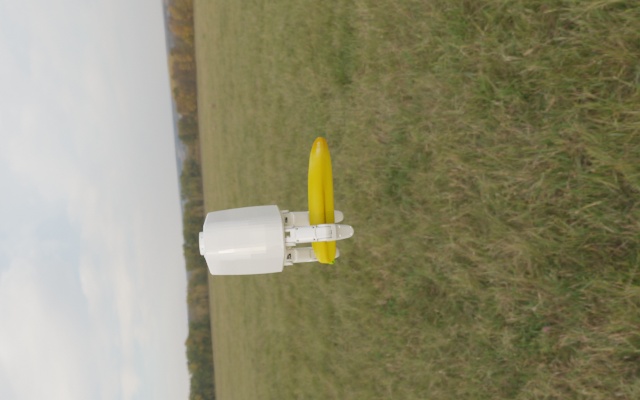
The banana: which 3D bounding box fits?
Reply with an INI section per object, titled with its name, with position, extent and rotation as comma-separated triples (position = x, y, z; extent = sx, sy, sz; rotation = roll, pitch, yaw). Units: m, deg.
[banana]
position = 0.001, 0.010, 0.691
extent = 0.037, 0.198, 0.069
rotation = -4, 13, -1
